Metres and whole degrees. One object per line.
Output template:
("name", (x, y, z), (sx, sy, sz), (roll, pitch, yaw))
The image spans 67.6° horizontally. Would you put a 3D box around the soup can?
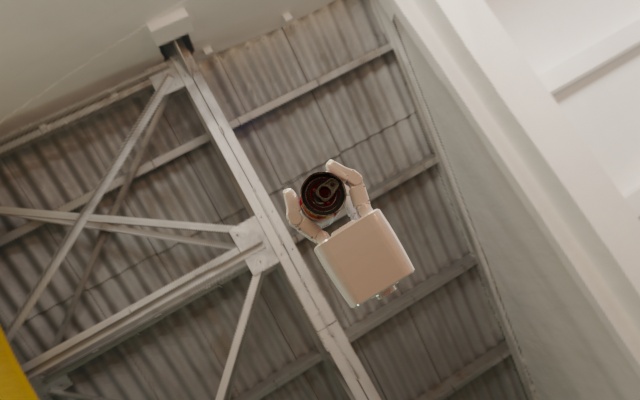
("soup can", (0.000, 0.002, 0.740), (0.068, 0.068, 0.102), (0, -14, -5))
